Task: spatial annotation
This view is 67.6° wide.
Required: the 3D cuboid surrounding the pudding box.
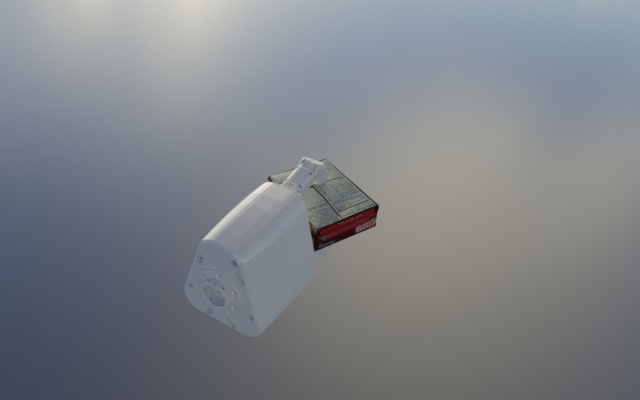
[{"bbox_3d":[0.000,0.002,0.567,0.090,0.039,0.113,-19,47,-29],"label":"pudding box"}]
